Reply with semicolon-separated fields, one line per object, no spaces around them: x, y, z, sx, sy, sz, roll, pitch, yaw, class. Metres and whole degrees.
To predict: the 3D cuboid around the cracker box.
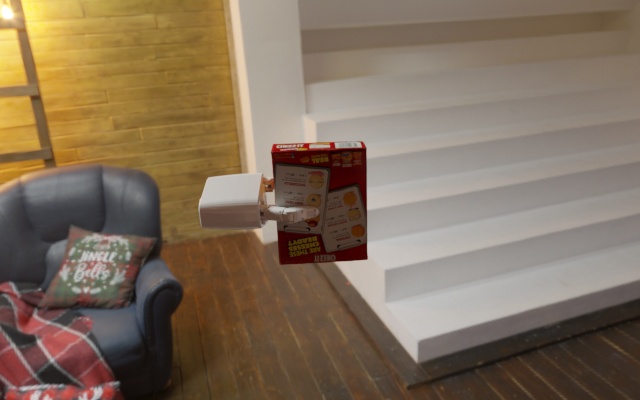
0.000;0.003;0.862;0.164;0.214;0.072;-3;20;-1;cracker box
